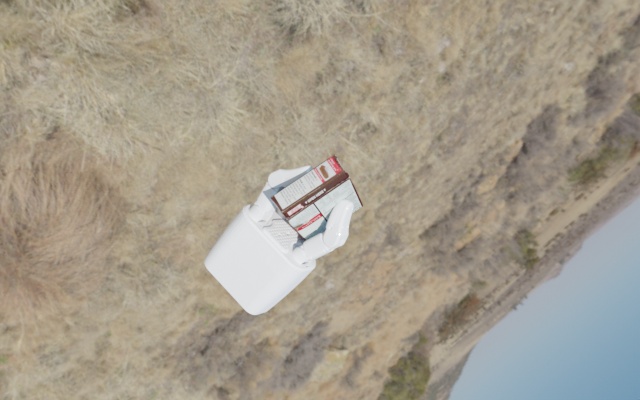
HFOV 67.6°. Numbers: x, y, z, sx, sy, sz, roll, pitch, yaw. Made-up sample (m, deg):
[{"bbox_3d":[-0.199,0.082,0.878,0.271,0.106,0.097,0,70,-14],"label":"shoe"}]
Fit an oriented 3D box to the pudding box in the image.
[{"bbox_3d":[0.000,0.002,0.581,0.090,0.039,0.113,-35,-21,0],"label":"pudding box"}]
